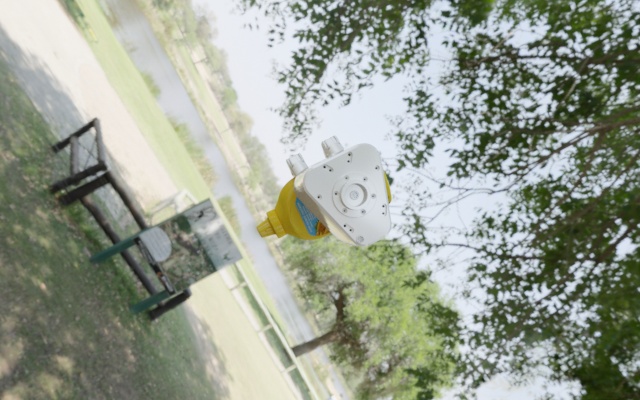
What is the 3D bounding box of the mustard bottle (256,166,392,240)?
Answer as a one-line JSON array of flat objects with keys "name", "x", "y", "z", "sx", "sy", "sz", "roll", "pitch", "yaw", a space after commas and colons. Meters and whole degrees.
[{"name": "mustard bottle", "x": 0.000, "y": 0.002, "z": 0.671, "sx": 0.191, "sy": 0.096, "sz": 0.058, "roll": -27, "pitch": 28, "yaw": -6}]
